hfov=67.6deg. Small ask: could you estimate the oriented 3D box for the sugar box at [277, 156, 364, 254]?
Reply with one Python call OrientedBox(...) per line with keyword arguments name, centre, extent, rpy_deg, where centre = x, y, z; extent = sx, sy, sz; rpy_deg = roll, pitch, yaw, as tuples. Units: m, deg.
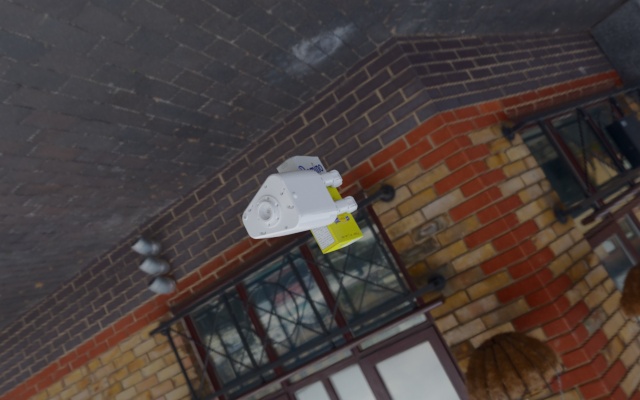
OrientedBox(name="sugar box", centre=(0.001, 0.003, 0.853), extent=(0.048, 0.176, 0.093), rpy_deg=(-34, -13, 29))
